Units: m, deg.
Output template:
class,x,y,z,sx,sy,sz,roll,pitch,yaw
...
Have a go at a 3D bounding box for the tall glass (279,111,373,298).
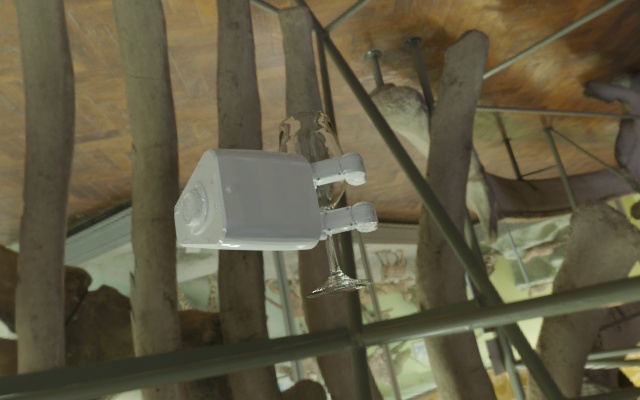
class,x,y,z,sx,sy,sz,roll,pitch,yaw
tall glass,0.000,0.002,0.537,0.079,0.201,0.079,-11,-18,-3
